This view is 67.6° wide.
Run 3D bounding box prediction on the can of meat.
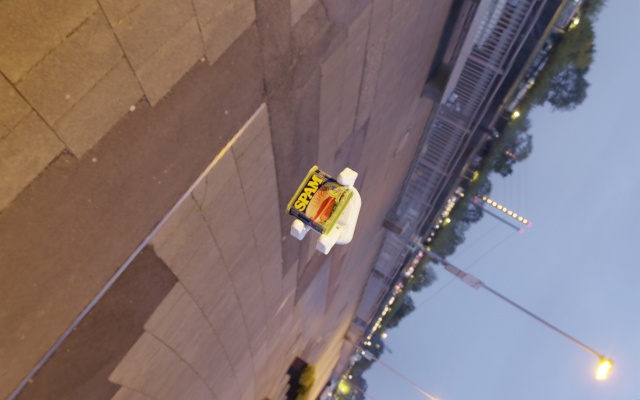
[{"bbox_3d":[0.000,0.003,0.867,0.084,0.102,0.057,32,-6,13],"label":"can of meat"}]
